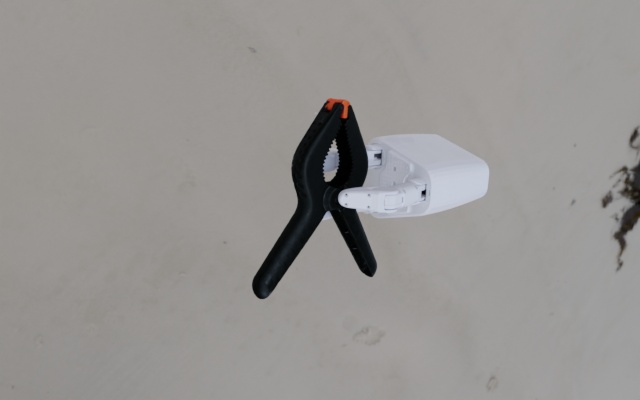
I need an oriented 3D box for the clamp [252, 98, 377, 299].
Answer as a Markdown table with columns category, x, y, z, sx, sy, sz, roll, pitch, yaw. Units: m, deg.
| category | x | y | z | sx | sy | sz | roll | pitch | yaw |
| --- | --- | --- | --- | --- | --- | --- | --- | --- | --- |
| clamp | 0.001 | 0.001 | 0.498 | 0.164 | 0.210 | 0.036 | -12 | 20 | -38 |
